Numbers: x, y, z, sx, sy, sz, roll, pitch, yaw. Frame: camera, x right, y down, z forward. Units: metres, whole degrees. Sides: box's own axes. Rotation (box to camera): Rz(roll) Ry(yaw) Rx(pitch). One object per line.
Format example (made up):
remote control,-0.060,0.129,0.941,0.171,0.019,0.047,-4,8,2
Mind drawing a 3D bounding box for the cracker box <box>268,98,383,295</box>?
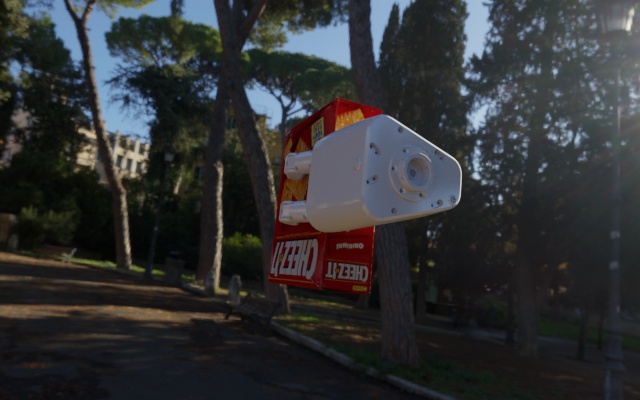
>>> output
cracker box,0.000,0.002,0.595,0.072,0.213,0.164,11,-11,-24
